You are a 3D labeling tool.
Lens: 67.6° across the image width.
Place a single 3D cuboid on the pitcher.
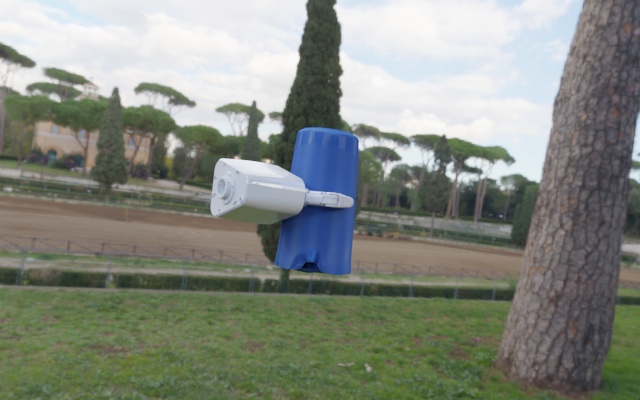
[{"bbox_3d":[0.000,0.003,0.835,0.145,0.243,0.149,7,0,-41],"label":"pitcher"}]
